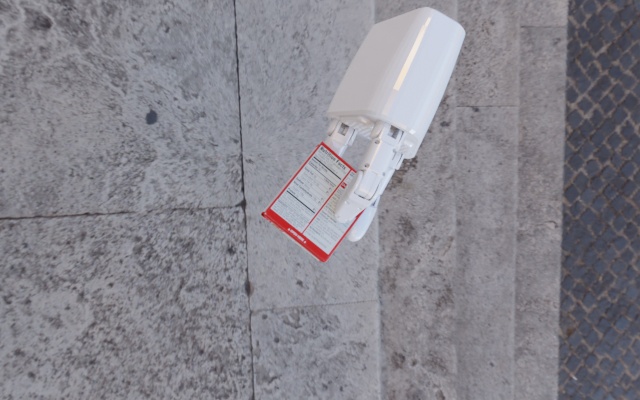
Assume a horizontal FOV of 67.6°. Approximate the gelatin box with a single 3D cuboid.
[{"bbox_3d":[0.000,0.002,0.450,0.073,0.089,0.030,39,-10,-9],"label":"gelatin box"}]
